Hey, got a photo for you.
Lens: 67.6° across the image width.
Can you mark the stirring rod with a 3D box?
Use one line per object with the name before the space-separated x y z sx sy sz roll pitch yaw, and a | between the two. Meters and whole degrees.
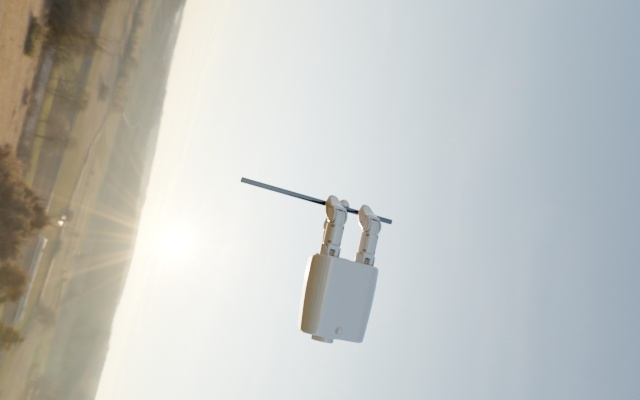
stirring rod | 0.000 0.002 0.697 0.239 0.011 0.011 16 -6 -20
